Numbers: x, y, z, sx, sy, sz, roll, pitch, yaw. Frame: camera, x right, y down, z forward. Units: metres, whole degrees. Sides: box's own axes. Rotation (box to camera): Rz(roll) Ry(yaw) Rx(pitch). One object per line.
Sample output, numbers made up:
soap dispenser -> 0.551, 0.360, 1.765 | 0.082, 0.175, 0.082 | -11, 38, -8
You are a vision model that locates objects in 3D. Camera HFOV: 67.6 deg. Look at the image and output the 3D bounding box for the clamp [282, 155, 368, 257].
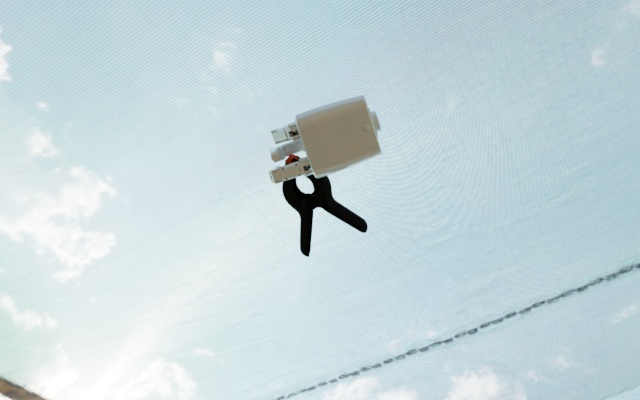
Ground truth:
clamp -> 0.000, 0.002, 0.768 | 0.120, 0.171, 0.039 | -18, 19, 7
